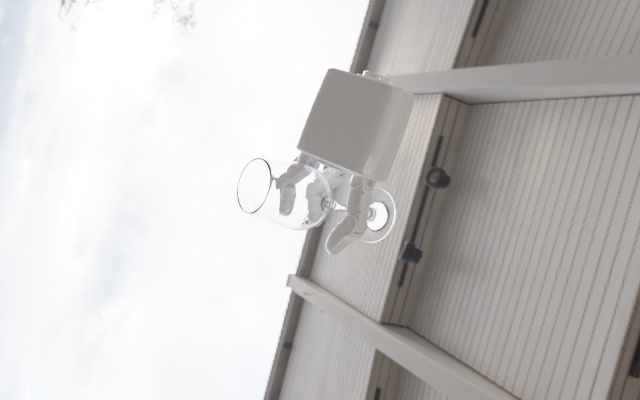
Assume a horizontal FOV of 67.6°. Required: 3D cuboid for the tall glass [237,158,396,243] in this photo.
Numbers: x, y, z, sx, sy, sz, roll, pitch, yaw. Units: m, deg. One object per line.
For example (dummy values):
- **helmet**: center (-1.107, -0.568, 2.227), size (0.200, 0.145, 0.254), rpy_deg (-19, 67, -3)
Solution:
- **tall glass**: center (0.001, 0.002, 0.574), size (0.201, 0.079, 0.079), rpy_deg (14, -9, -42)
